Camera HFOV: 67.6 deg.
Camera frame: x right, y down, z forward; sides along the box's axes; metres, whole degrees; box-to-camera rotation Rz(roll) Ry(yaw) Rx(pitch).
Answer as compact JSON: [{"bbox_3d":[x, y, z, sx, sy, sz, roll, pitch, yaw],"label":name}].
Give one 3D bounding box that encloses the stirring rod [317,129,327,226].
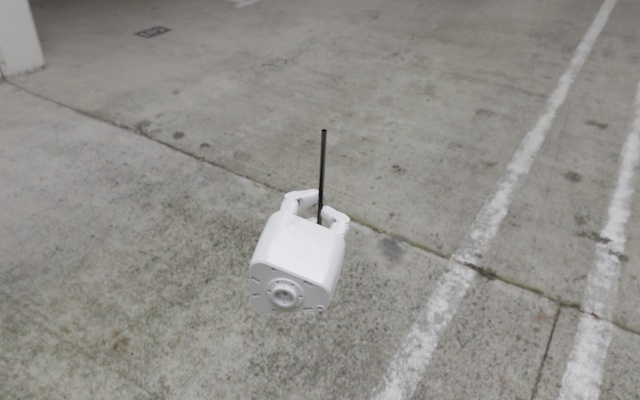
[{"bbox_3d":[0.000,0.003,0.731,0.011,0.240,0.011,2,34,-1],"label":"stirring rod"}]
